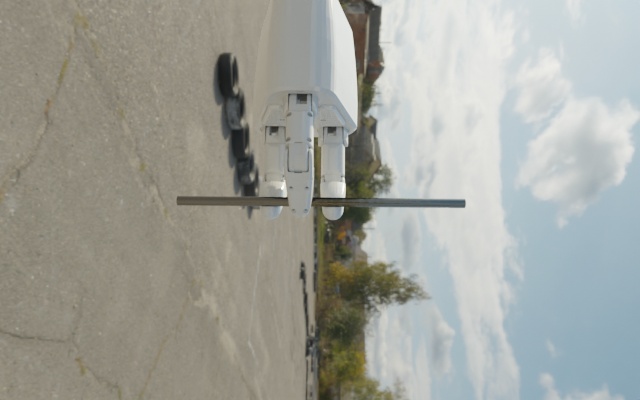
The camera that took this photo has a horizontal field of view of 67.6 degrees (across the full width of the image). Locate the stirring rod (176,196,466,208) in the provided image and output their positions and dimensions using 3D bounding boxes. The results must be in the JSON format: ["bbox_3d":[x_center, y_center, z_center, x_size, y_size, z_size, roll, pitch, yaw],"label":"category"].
[{"bbox_3d":[0.000,0.001,0.401,0.239,0.011,0.011,1,0,1],"label":"stirring rod"}]
